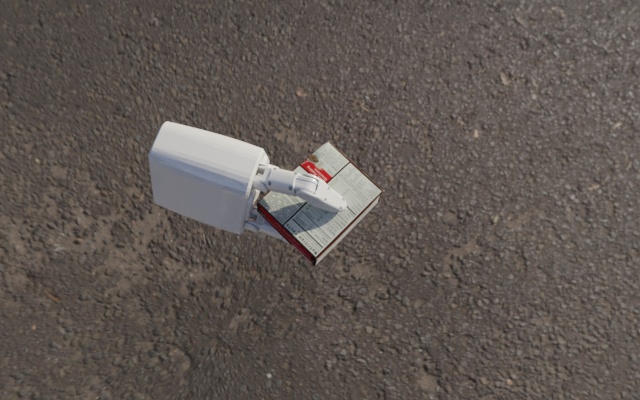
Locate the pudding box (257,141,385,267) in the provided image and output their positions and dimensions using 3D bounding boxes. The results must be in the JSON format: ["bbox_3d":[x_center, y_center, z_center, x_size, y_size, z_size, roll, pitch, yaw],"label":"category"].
[{"bbox_3d":[0.000,0.002,0.525,0.113,0.090,0.039,-43,-9,-16],"label":"pudding box"}]
